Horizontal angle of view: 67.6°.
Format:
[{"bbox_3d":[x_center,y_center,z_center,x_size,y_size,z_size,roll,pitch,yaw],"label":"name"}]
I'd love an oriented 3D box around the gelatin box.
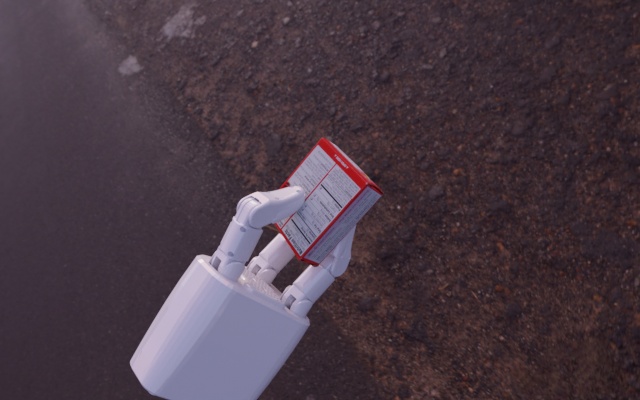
[{"bbox_3d":[0.000,0.001,0.418,0.030,0.089,0.073,27,17,-48],"label":"gelatin box"}]
